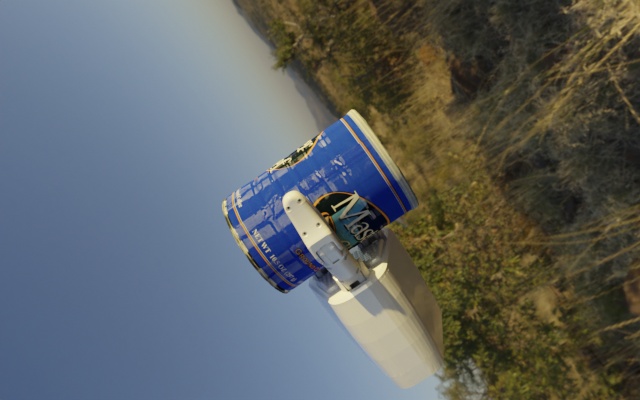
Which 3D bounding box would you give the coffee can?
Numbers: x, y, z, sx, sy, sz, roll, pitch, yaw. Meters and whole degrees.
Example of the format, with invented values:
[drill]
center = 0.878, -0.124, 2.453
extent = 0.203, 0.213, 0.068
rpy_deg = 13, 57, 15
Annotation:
[coffee can]
center = 0.000, 0.001, 0.426
extent = 0.140, 0.103, 0.103
rpy_deg = -34, -3, 5
